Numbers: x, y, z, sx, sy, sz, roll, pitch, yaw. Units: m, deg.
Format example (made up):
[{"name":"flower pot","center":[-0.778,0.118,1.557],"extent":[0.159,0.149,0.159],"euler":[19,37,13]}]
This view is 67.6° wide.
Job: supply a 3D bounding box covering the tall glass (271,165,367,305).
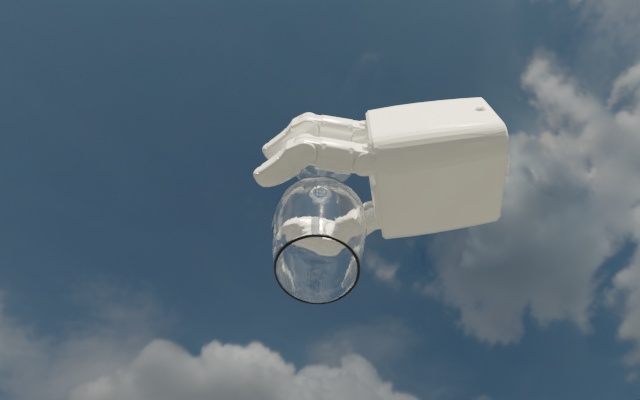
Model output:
[{"name":"tall glass","center":[0.000,0.001,0.423],"extent":[0.079,0.079,0.201],"euler":[0,29,2]}]
